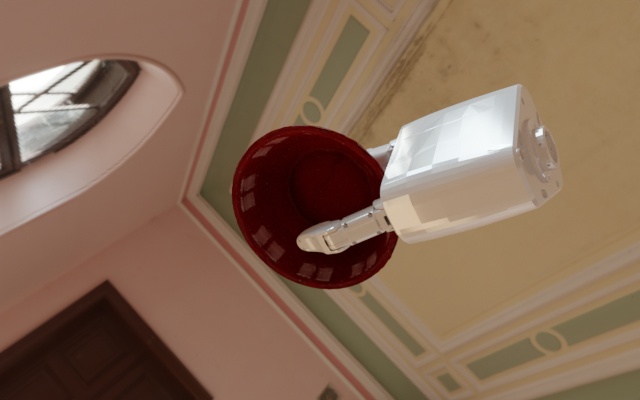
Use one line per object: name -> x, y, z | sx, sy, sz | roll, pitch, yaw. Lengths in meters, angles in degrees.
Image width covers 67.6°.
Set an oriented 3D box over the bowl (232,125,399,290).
bowl -> -0.001, 0.001, 0.452 | 0.162, 0.162, 0.055 | 0, 23, 21
